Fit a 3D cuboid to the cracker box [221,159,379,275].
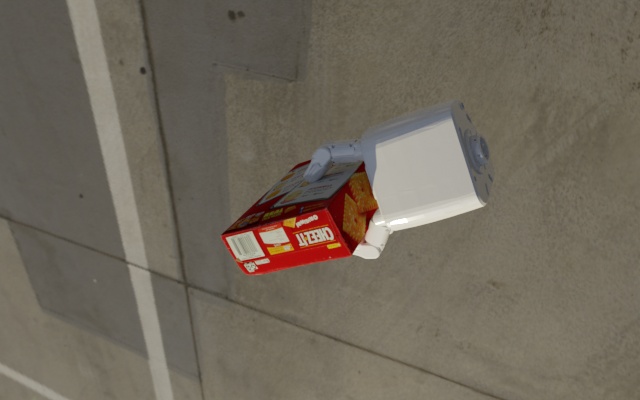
[{"bbox_3d":[0.000,0.002,0.619,0.164,0.072,0.213,-16,20,34],"label":"cracker box"}]
